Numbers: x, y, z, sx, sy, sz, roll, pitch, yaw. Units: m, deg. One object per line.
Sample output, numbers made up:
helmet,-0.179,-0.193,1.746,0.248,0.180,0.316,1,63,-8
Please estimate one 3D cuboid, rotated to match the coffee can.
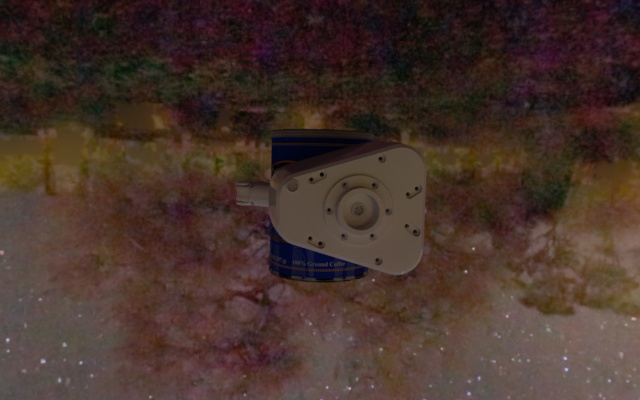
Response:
coffee can,0.000,0.001,0.482,0.103,0.140,0.103,1,5,0
